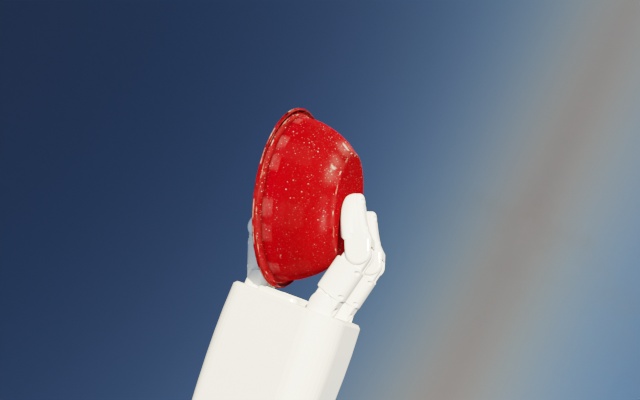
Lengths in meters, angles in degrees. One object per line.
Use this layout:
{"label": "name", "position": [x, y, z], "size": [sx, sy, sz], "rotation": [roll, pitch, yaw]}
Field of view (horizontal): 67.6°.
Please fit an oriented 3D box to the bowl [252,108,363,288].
{"label": "bowl", "position": [0.001, 0.000, 0.423], "size": [0.055, 0.162, 0.162], "rotation": [7, 2, 19]}
